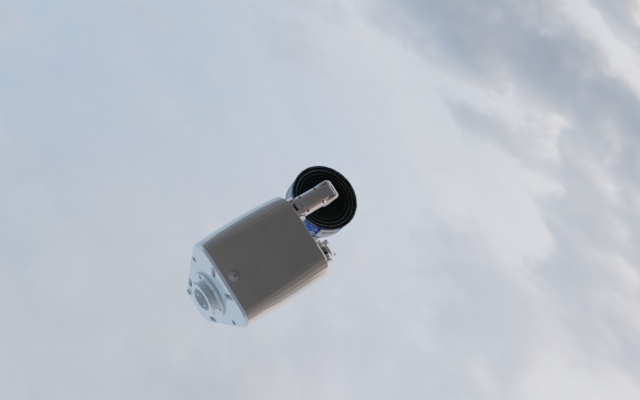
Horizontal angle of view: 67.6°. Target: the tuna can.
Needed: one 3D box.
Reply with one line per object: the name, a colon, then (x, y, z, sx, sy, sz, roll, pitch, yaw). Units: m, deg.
tuna can: (0.000, 0.002, 0.594, 0.086, 0.086, 0.034, 0, -24, -26)
